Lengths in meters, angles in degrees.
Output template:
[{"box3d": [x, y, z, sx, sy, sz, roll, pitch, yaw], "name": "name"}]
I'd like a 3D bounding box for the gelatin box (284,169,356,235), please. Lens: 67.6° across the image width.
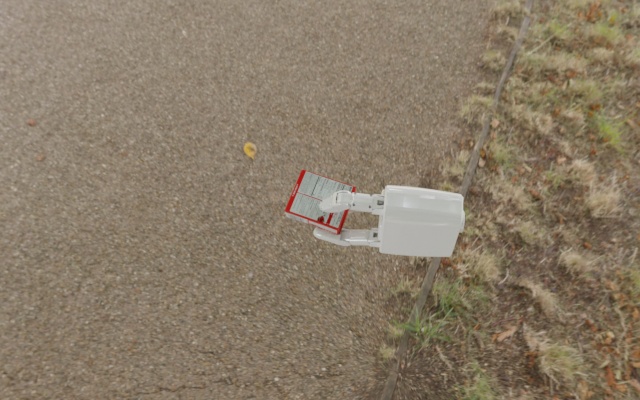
[{"box3d": [0.000, 0.002, 0.717, 0.089, 0.073, 0.030, 19, -17, 7], "name": "gelatin box"}]
